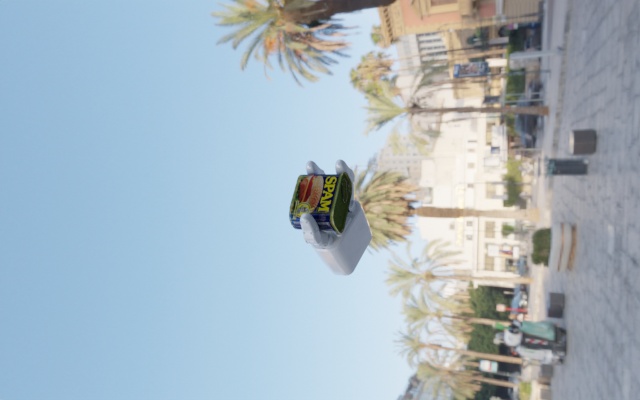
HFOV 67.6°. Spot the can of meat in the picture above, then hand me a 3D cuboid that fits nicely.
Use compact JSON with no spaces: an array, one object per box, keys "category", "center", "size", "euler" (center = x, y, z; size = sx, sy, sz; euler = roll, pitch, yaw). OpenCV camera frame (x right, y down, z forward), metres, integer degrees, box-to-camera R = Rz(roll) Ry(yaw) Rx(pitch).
[{"category":"can of meat","center":[0.000,0.003,0.808],"size":[0.084,0.102,0.057],"euler":[1,-31,24]}]
